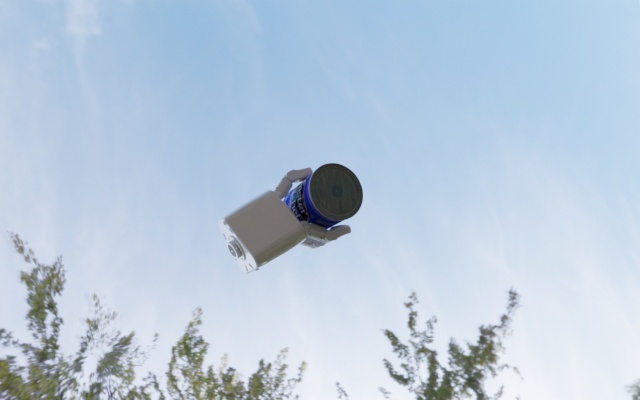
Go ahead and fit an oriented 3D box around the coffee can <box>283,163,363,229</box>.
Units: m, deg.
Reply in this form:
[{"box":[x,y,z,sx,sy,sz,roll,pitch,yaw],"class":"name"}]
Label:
[{"box":[0.000,0.003,0.875,0.103,0.102,0.140,0,-16,-25],"class":"coffee can"}]
